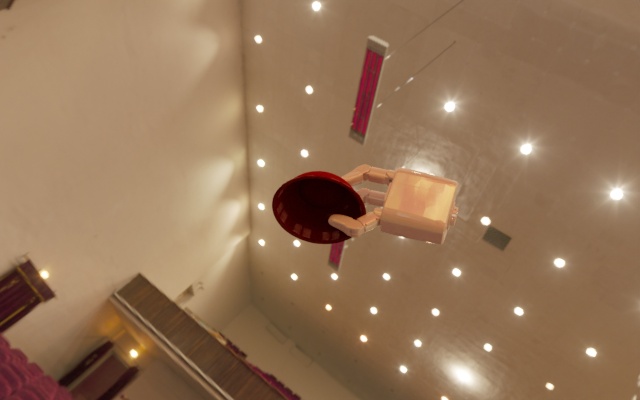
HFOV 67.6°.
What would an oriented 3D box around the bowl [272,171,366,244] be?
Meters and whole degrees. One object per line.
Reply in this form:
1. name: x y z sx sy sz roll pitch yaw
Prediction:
1. bowl: -0.001 0.002 0.827 0.162 0.162 0.055 0 43 10
